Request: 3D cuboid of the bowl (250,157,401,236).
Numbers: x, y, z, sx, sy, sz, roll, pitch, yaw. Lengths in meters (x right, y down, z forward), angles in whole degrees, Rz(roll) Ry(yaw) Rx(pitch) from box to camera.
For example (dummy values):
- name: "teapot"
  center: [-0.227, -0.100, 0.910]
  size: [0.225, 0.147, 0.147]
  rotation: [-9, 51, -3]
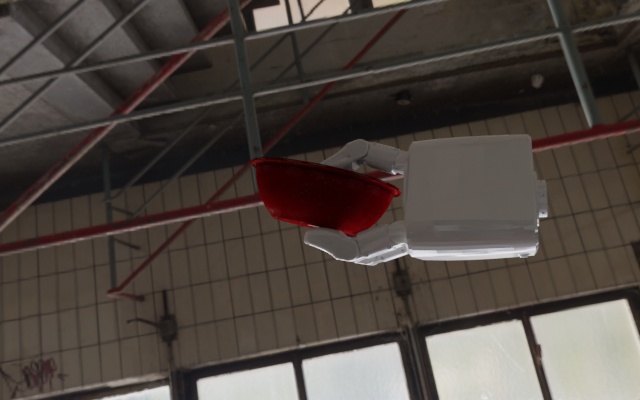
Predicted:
- name: "bowl"
  center: [-0.001, 0.002, 0.503]
  size: [0.162, 0.055, 0.162]
  rotation: [12, -5, 1]
